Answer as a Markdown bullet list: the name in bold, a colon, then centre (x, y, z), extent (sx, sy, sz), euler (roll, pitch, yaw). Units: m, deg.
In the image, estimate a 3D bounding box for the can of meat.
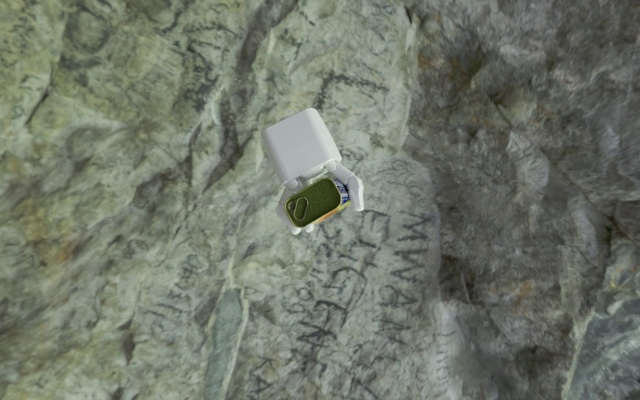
- **can of meat**: centre (0.000, 0.003, 0.836), extent (0.102, 0.057, 0.084), euler (-31, -8, 19)
